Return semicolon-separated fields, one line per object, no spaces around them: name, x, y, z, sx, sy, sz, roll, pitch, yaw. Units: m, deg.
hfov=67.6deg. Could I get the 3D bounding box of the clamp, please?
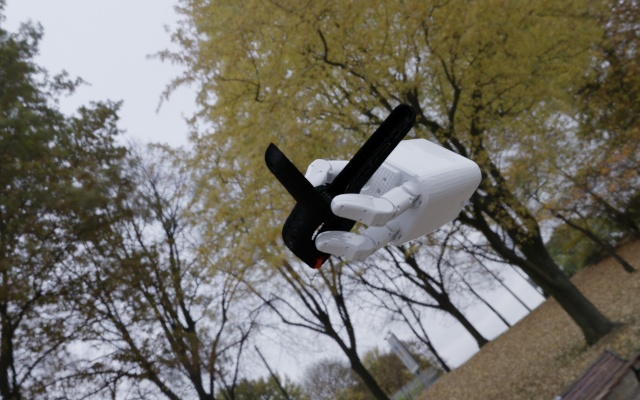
clamp;0.000;0.001;0.483;0.164;0.210;0.036;-16;52;-36
